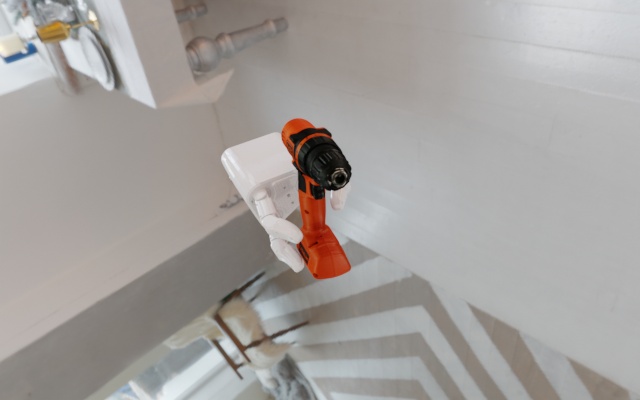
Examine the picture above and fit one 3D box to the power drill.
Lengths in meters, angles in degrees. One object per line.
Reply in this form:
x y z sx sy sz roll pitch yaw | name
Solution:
0.000 0.002 0.603 0.057 0.188 0.184 -10 26 -12 | power drill
